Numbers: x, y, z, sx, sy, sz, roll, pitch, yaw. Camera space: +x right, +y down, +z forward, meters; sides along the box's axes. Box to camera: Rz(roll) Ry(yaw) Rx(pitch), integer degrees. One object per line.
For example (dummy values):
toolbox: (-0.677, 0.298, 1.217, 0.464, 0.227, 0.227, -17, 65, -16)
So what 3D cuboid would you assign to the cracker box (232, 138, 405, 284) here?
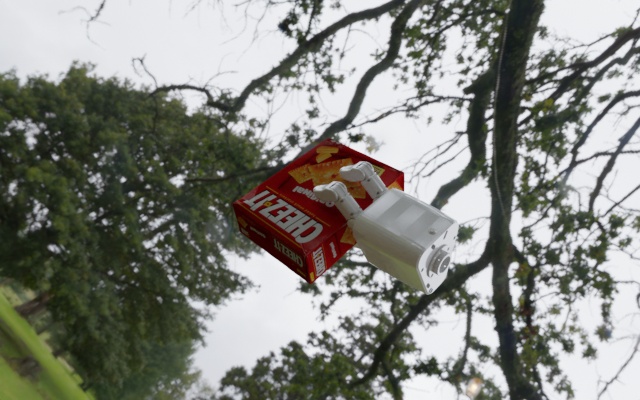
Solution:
cracker box: (0.000, 0.002, 0.732, 0.164, 0.072, 0.213, 31, 55, 35)
